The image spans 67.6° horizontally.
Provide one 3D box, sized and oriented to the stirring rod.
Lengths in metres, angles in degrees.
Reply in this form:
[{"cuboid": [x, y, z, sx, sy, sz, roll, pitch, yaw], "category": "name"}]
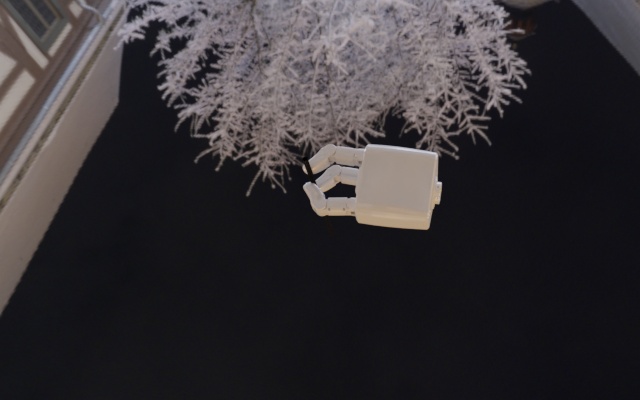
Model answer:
[{"cuboid": [0.000, 0.003, 0.789, 0.011, 0.011, 0.240, 0, -31, 13], "category": "stirring rod"}]
